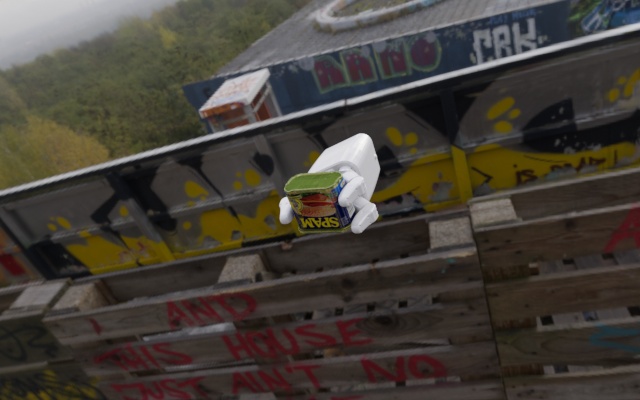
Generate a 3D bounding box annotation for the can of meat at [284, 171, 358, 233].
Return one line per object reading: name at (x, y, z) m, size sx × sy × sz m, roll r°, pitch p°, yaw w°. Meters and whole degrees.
can of meat at (0.000, 0.002, 0.768) m, size 0.102 × 0.084 × 0.057 m, roll -3°, pitch 34°, yaw 29°
